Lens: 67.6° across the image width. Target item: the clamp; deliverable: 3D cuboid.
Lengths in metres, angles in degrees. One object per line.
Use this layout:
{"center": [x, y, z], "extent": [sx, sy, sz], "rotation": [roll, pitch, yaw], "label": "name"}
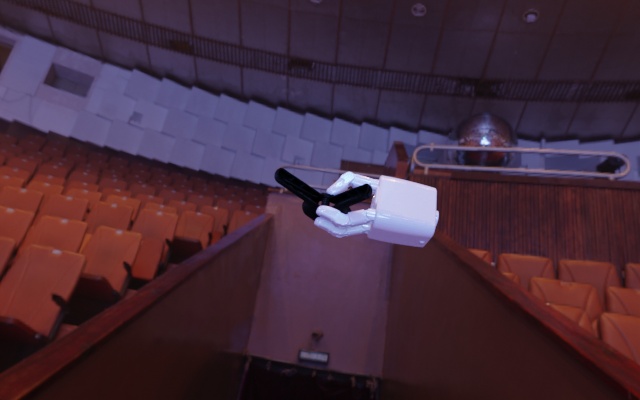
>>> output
{"center": [0.001, 0.002, 0.866], "extent": [0.164, 0.036, 0.210], "rotation": [14, -22, 3], "label": "clamp"}
